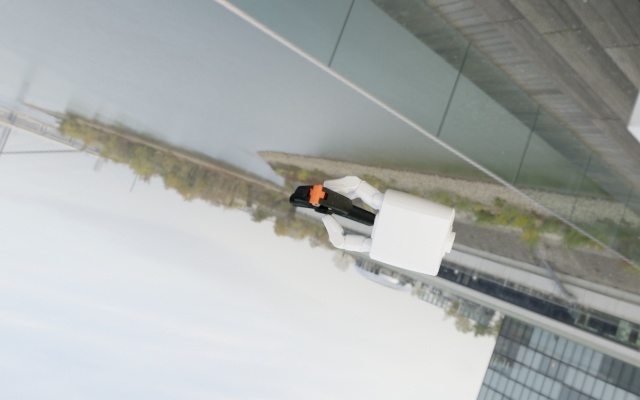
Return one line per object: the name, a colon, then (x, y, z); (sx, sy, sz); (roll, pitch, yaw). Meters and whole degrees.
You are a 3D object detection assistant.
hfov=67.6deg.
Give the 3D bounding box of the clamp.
clamp: (0.000, 0.003, 0.791); (0.164, 0.036, 0.210); (13, -6, 17)
